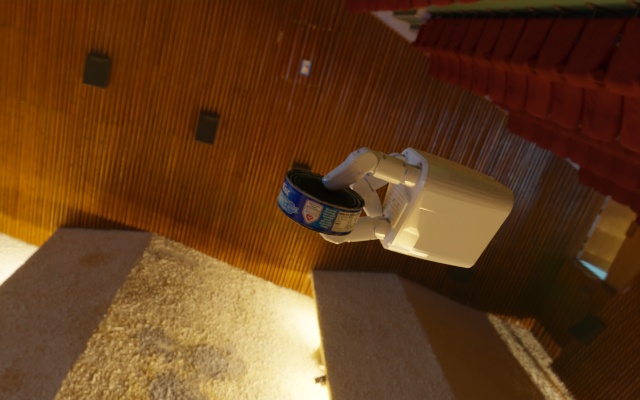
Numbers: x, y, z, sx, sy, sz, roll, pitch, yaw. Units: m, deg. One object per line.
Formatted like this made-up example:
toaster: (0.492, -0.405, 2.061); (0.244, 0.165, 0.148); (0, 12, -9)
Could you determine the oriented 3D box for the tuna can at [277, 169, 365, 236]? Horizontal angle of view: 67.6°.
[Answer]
tuna can: (0.000, 0.002, 0.489); (0.086, 0.034, 0.086); (20, 18, -7)
